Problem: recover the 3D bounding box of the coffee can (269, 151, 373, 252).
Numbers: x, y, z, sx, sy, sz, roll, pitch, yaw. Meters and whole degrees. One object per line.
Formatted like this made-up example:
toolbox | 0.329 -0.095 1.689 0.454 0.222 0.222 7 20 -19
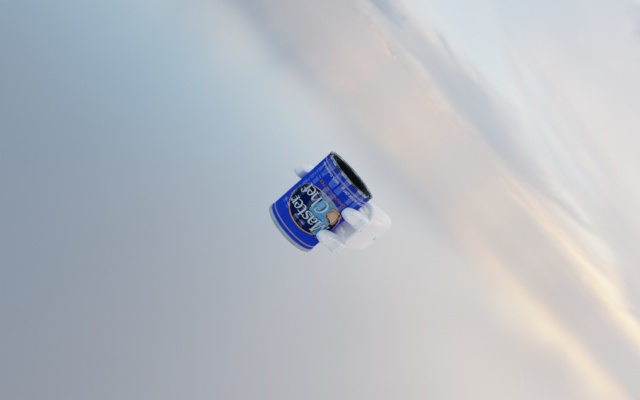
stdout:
coffee can | 0.000 0.003 0.789 0.140 0.103 0.103 -41 -12 14
